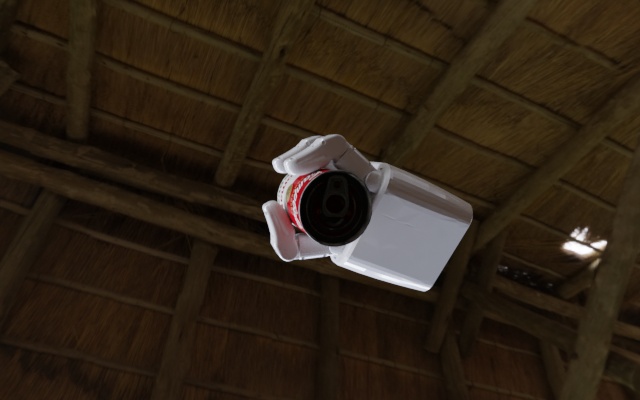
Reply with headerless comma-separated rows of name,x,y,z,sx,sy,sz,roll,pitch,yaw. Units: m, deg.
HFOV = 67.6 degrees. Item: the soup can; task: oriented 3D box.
soup can,-0.001,0.001,0.463,0.068,0.068,0.102,0,7,-16
